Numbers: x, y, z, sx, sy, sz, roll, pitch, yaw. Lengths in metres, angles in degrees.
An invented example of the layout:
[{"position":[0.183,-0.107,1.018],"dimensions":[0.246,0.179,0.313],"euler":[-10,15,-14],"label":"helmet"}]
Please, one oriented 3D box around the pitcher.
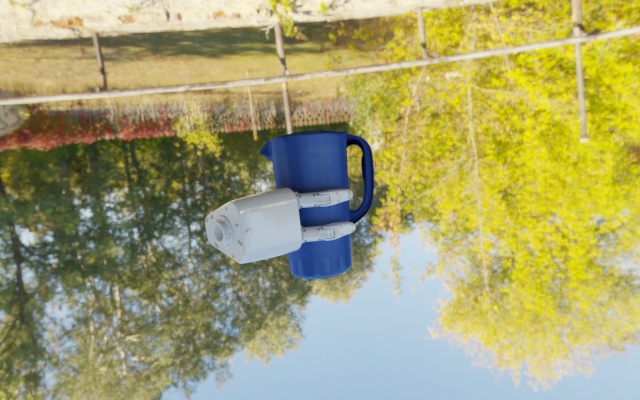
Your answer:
[{"position":[0.000,0.003,0.811],"dimensions":[0.145,0.243,0.149],"euler":[-13,10,-42],"label":"pitcher"}]
